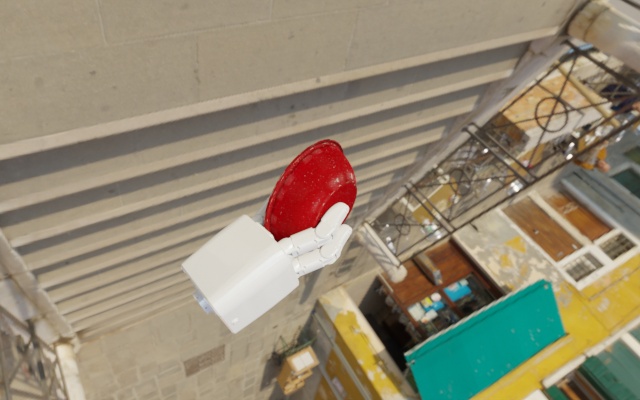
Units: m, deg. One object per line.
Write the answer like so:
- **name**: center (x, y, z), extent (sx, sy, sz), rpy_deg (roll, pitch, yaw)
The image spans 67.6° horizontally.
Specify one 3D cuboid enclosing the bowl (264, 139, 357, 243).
- **bowl**: center (0.001, 0.001, 0.639), extent (0.055, 0.162, 0.162), rpy_deg (33, 15, 25)
